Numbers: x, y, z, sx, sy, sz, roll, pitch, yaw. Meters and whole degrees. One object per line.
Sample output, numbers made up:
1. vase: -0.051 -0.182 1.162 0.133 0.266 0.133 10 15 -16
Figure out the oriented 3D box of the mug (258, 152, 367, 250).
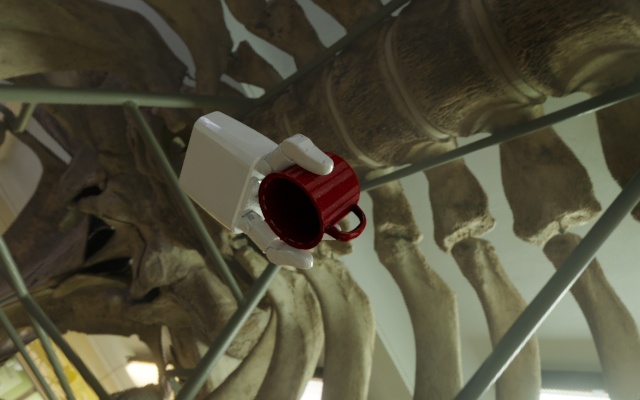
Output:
1. mug: 0.001 0.002 0.533 0.117 0.093 0.081 34 45 22
